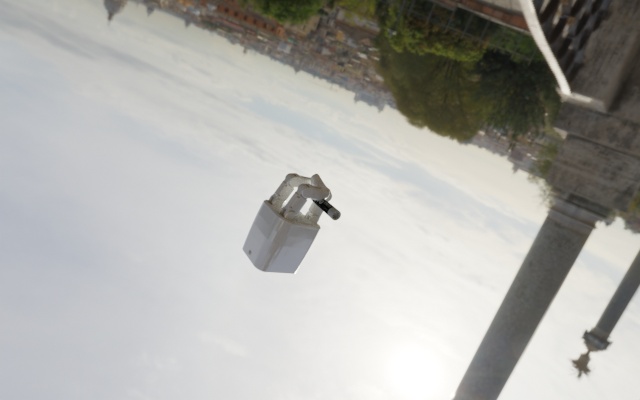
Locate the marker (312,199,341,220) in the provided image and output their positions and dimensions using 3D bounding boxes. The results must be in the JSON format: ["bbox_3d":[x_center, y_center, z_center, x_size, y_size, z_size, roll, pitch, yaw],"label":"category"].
[{"bbox_3d":[0.000,0.003,0.860,0.020,0.020,0.121,0,23,-29],"label":"marker"}]
